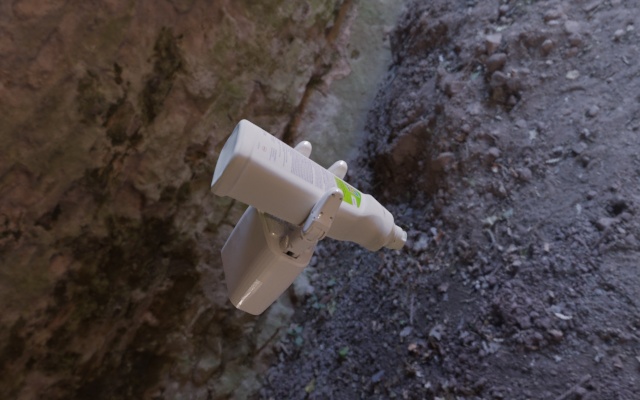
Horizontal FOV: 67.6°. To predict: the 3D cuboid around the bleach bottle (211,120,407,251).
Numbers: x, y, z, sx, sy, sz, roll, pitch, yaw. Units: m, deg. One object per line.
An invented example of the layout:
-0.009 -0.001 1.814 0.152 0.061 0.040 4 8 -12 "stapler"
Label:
0.000 0.002 0.570 0.251 0.068 0.102 28 29 -20 "bleach bottle"
